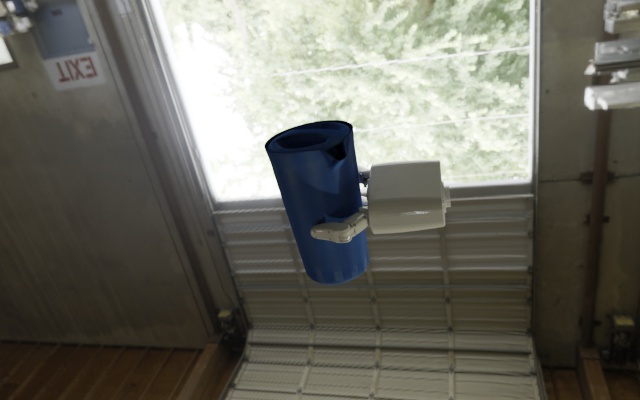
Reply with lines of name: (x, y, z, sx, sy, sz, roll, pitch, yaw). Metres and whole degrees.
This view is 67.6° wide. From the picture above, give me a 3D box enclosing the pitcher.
pitcher: (0.000, 0.002, 0.753, 0.145, 0.243, 0.149, -5, 26, 15)
